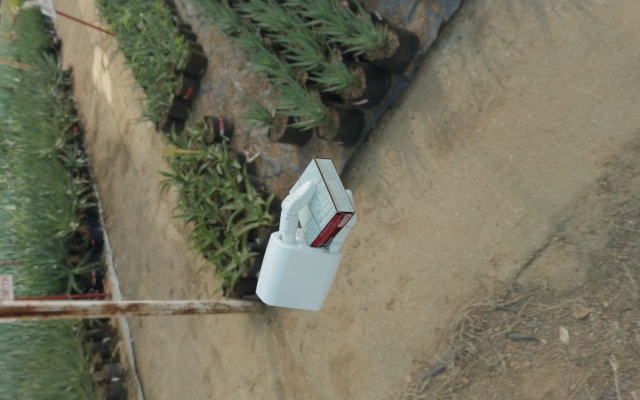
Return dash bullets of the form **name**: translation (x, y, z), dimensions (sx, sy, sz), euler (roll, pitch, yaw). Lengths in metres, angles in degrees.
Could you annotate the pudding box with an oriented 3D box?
- **pudding box**: translation (0.000, 0.002, 0.736), dimensions (0.039, 0.113, 0.090), euler (3, -40, -37)
